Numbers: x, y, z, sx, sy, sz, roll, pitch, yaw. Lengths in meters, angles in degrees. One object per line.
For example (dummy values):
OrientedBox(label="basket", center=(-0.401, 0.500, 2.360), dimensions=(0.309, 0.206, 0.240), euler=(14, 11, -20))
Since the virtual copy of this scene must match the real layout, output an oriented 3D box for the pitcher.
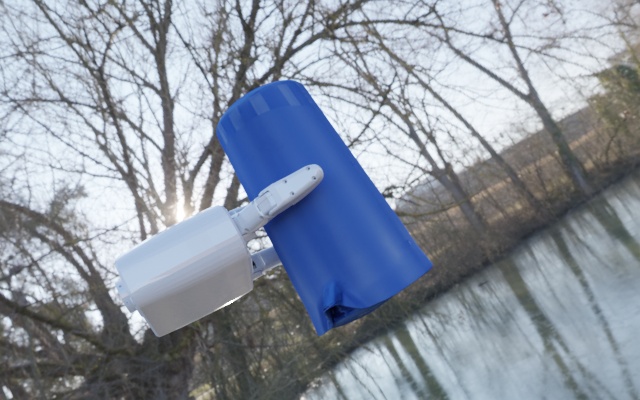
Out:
OrientedBox(label="pitcher", center=(0.000, 0.002, 0.500), dimensions=(0.145, 0.243, 0.149), euler=(-28, -9, -18))
